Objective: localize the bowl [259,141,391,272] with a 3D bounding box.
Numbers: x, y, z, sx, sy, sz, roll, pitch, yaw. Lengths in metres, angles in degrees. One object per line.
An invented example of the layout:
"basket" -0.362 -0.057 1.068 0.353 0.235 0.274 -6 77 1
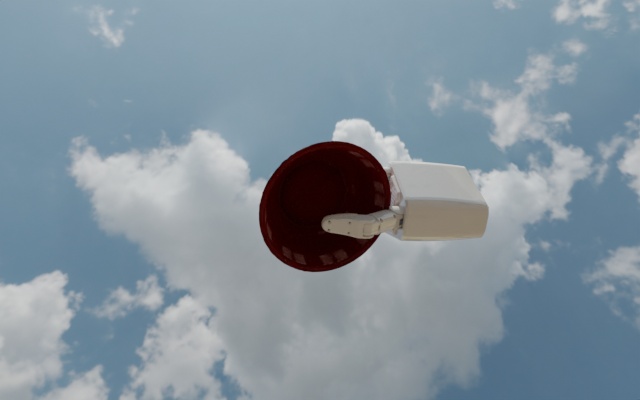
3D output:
"bowl" -0.001 0.001 0.568 0.162 0.162 0.055 0 21 -21
